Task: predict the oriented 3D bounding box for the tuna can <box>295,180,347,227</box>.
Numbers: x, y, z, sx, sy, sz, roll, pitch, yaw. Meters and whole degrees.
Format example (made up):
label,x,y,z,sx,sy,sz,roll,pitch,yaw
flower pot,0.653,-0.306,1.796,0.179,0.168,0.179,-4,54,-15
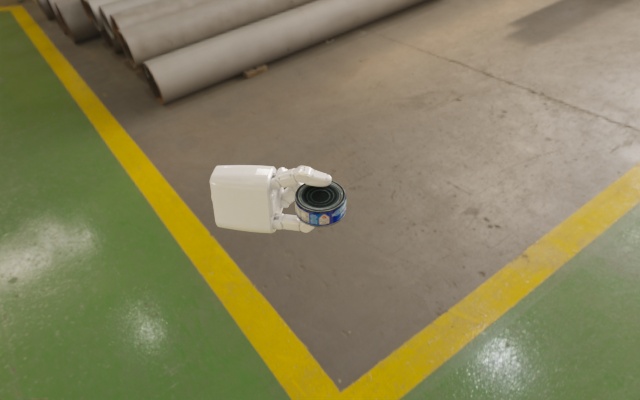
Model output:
label,x,y,z,sx,sy,sz,roll,pitch,yaw
tuna can,0.000,0.002,0.785,0.086,0.034,0.086,-1,41,1
